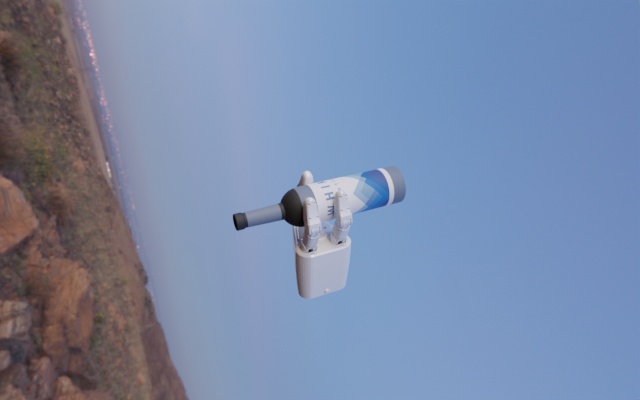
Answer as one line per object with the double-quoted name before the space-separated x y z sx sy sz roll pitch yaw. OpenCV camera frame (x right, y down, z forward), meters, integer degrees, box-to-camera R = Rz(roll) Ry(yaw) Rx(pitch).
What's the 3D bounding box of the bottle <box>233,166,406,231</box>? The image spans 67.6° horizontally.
"bottle" 0.000 0.002 0.799 0.295 0.069 0.069 -13 5 -20
